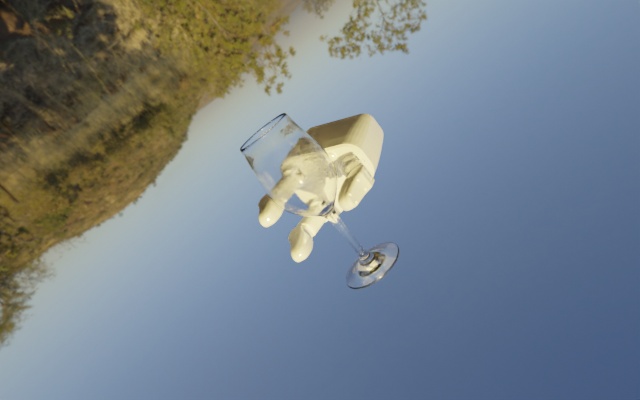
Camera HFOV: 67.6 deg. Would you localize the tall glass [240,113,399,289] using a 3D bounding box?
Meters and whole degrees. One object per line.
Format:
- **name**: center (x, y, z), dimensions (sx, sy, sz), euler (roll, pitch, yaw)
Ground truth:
- **tall glass**: center (0.001, 0.002, 0.524), dimensions (0.079, 0.201, 0.079), euler (-35, 18, 13)
